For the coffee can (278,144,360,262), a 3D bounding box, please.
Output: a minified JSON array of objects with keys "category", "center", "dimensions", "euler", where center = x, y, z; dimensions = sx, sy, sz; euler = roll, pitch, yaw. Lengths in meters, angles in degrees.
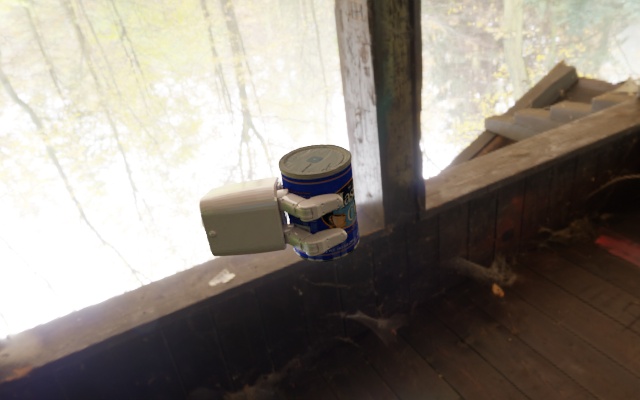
[{"category":"coffee can","center":[0.000,0.002,0.691],"dimensions":[0.103,0.140,0.102],"euler":[-6,29,3]}]
